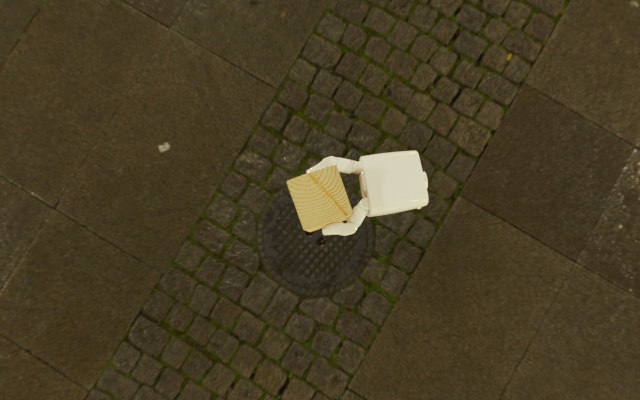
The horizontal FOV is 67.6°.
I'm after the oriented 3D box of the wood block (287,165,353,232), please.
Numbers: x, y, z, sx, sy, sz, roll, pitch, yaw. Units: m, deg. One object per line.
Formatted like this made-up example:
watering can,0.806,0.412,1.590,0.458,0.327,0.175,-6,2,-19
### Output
wood block,0.000,0.002,0.893,0.090,0.091,0.206,-19,-5,-1
